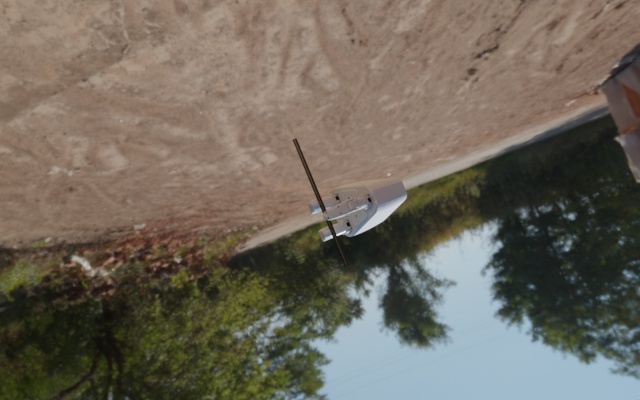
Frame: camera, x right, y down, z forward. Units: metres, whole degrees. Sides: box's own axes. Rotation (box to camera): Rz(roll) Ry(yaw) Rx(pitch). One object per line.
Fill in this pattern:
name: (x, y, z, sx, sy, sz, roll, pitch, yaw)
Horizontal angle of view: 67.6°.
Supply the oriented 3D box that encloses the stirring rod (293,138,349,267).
stirring rod: (0.000, 0.003, 0.833, 0.011, 0.239, 0.011, -22, -5, -2)
